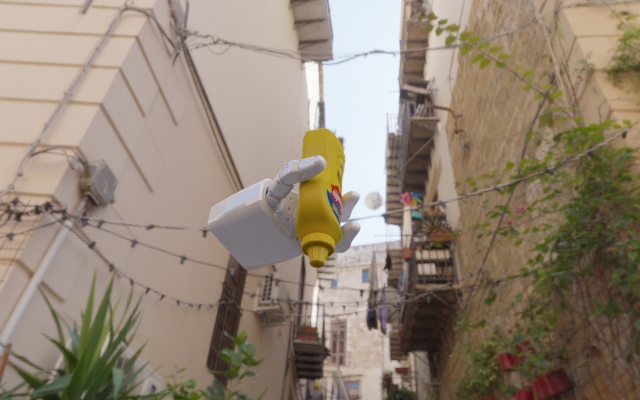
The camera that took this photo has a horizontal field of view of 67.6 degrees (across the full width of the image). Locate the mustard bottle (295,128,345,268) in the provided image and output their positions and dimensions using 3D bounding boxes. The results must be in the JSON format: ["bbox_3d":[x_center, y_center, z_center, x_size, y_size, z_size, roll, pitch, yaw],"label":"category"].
[{"bbox_3d":[0.000,0.002,0.627,0.058,0.191,0.096,-5,-40,11],"label":"mustard bottle"}]
